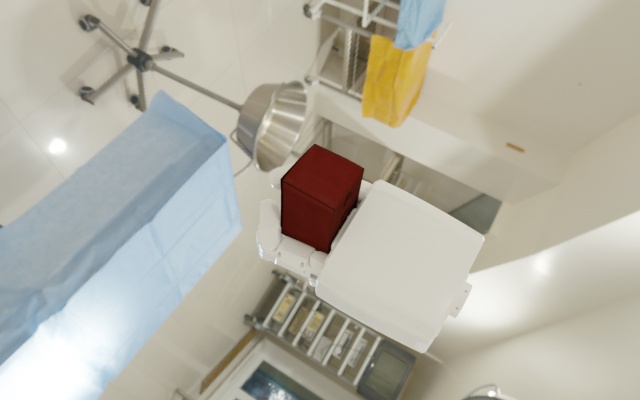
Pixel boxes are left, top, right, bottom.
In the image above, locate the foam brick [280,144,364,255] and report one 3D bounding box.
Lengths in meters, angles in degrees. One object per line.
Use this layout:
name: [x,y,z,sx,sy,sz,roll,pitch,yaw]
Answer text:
foam brick: [0.000,0.001,0.413,0.051,0.053,0.078,28,-34,16]
